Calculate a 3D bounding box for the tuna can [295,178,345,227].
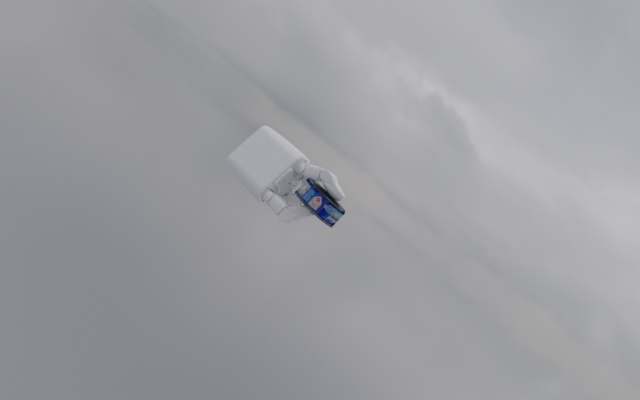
[{"bbox_3d":[0.001,0.002,0.779,0.086,0.034,0.086,43,6,-6],"label":"tuna can"}]
